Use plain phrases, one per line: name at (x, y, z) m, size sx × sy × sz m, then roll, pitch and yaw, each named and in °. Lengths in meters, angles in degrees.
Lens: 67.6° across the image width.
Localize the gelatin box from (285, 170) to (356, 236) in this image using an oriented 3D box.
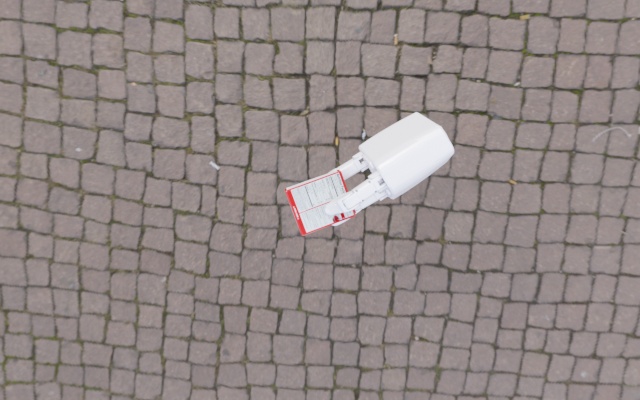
gelatin box at (0.000, 0.003, 0.715) m, size 0.089 × 0.073 × 0.030 m, roll -21°, pitch 10°, yaw -3°
